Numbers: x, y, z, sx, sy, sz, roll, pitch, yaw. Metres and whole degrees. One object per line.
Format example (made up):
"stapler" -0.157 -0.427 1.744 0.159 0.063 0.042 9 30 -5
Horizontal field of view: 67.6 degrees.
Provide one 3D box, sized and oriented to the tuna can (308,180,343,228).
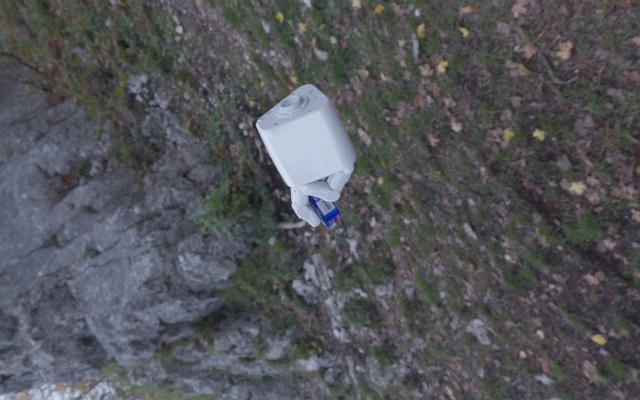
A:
"tuna can" 0.000 0.003 0.797 0.034 0.086 0.086 -35 3 -5
